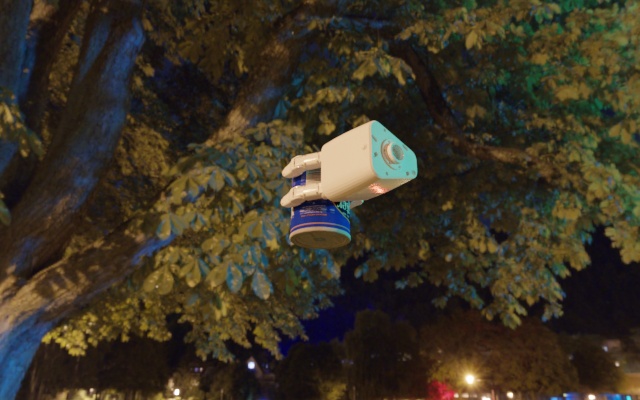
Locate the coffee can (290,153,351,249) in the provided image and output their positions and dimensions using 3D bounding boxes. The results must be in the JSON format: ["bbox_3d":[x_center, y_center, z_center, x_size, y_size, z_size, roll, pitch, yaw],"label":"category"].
[{"bbox_3d":[0.000,0.003,0.828,0.103,0.140,0.103,1,-22,0],"label":"coffee can"}]
